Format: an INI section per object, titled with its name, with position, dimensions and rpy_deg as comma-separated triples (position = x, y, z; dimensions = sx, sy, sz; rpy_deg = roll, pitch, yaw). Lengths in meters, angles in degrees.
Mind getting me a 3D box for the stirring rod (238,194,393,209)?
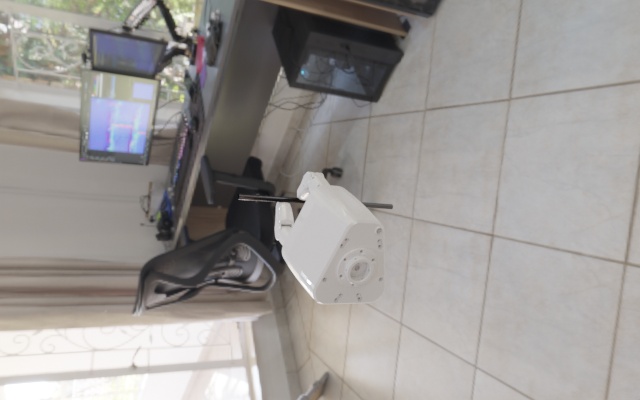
[stirring rod]
position = 0.000, 0.002, 0.686
dimensions = 0.239, 0.011, 0.011
rpy_deg = 4, -2, -24
